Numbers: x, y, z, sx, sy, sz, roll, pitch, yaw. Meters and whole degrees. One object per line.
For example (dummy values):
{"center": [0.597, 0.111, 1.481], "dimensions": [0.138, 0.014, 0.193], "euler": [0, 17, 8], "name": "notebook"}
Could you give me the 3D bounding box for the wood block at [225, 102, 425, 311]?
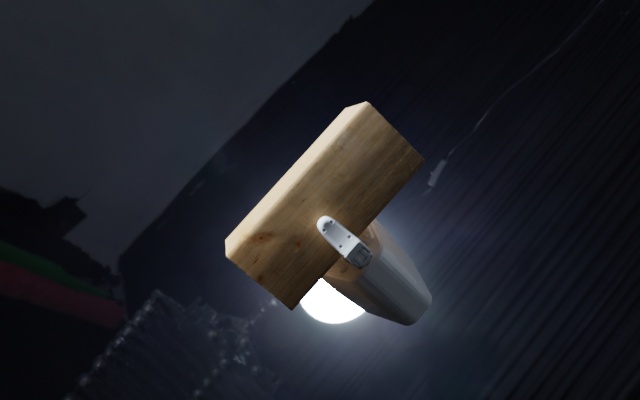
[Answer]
{"center": [0.000, 0.002, 0.516], "dimensions": [0.090, 0.206, 0.091], "euler": [43, -3, -14], "name": "wood block"}
